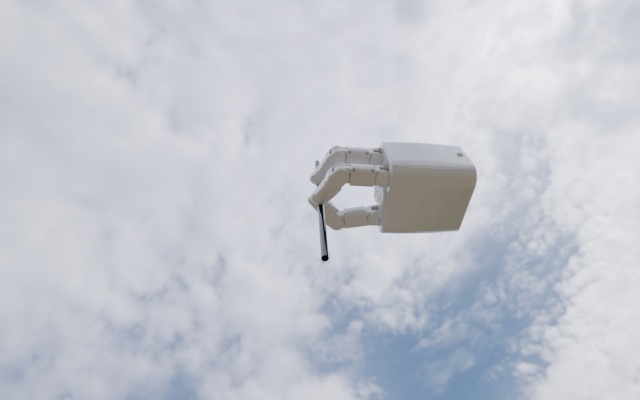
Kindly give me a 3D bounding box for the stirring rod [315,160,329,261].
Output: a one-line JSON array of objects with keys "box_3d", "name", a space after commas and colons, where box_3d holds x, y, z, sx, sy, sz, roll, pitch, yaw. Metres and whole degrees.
[{"box_3d": [0.000, 0.002, 0.590, 0.011, 0.011, 0.239, 0, 28, -2], "name": "stirring rod"}]
